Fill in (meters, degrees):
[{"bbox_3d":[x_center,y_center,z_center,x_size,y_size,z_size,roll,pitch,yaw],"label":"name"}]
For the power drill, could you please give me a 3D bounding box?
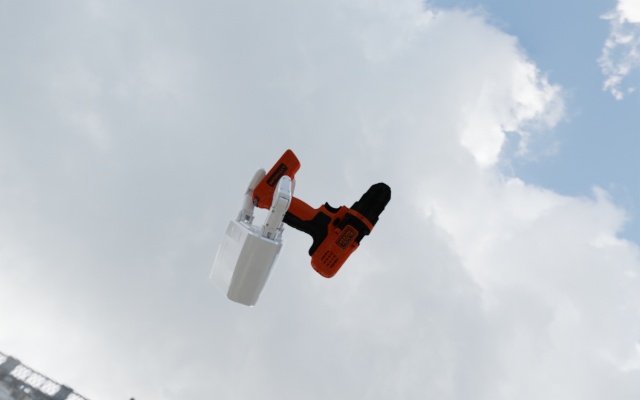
[{"bbox_3d":[0.000,0.002,0.767,0.187,0.184,0.057,37,-17,5],"label":"power drill"}]
